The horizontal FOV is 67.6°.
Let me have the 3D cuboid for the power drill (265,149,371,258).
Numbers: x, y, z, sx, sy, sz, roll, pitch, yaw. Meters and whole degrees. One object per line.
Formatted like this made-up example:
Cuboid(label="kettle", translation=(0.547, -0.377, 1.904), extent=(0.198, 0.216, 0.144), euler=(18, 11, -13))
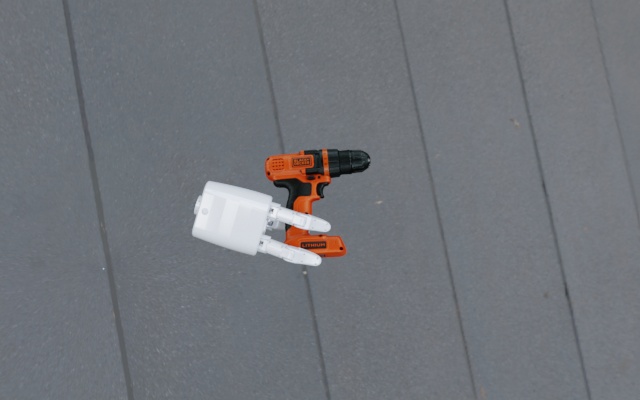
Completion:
Cuboid(label="power drill", translation=(0.000, 0.003, 0.816), extent=(0.184, 0.187, 0.057), euler=(-5, -16, 3))
